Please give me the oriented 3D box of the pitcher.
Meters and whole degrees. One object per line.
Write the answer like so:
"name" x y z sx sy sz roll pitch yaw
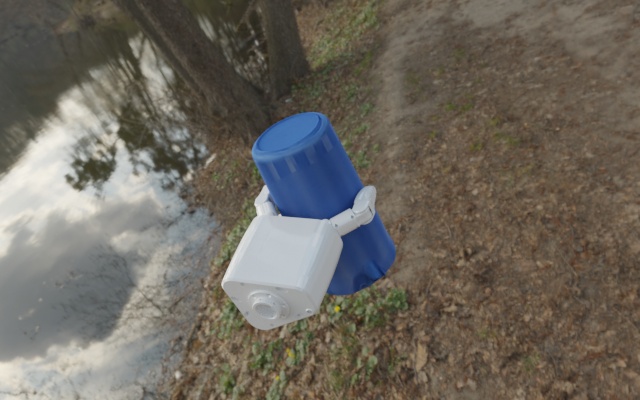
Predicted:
"pitcher" 0.000 0.002 0.669 0.149 0.243 0.145 -9 36 27
